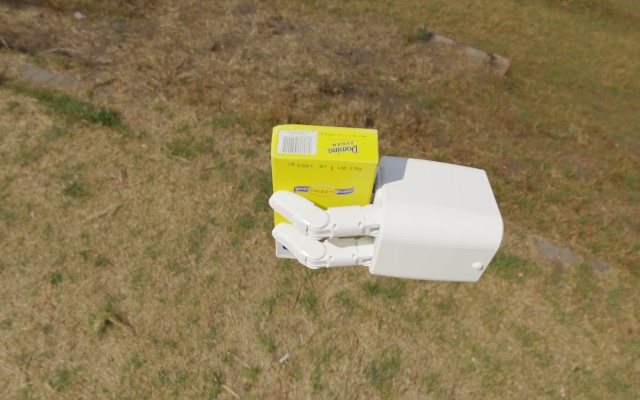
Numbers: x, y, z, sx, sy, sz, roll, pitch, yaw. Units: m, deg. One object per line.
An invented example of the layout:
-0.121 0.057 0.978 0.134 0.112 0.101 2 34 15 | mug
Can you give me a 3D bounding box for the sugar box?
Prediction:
0.000 0.002 0.478 0.093 0.048 0.176 3 -38 0 | sugar box
